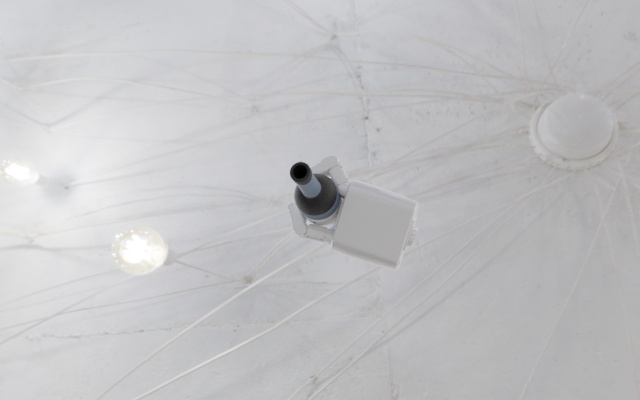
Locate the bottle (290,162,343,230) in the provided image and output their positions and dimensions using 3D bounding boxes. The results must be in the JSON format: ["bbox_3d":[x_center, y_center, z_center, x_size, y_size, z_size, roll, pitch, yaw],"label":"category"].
[{"bbox_3d":[0.000,0.003,0.746,0.069,0.069,0.296,0,-15,11],"label":"bottle"}]
